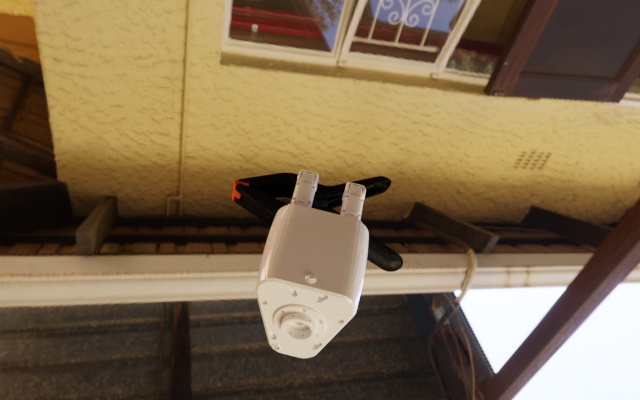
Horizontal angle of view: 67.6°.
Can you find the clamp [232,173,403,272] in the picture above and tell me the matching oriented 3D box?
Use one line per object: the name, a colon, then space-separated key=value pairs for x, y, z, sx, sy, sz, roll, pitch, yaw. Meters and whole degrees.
clamp: x=-0.001 y=0.003 z=0.587 sx=0.210 sy=0.036 sz=0.164 roll=15 pitch=36 yaw=-1
